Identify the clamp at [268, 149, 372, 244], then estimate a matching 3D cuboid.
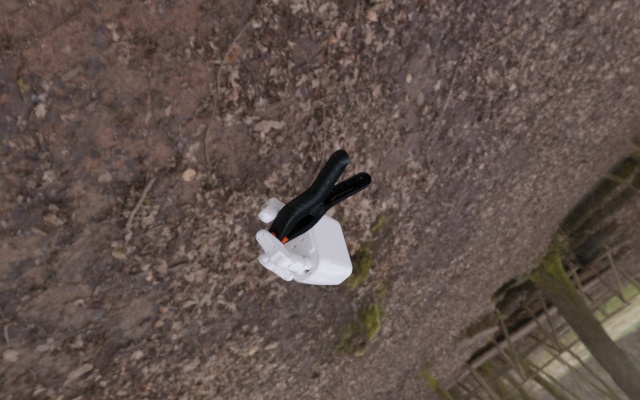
[{"bbox_3d":[0.000,0.003,0.685,0.171,0.039,0.120,-43,-32,17],"label":"clamp"}]
